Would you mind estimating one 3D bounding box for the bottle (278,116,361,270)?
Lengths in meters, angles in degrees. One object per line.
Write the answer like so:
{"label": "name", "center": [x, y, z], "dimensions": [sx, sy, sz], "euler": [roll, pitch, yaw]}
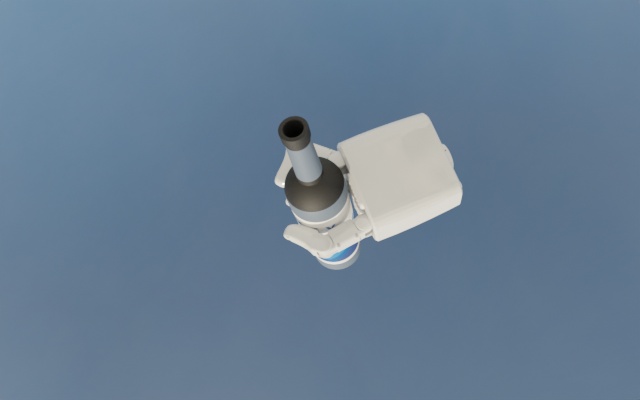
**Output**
{"label": "bottle", "center": [0.000, 0.002, 0.543], "dimensions": [0.069, 0.069, 0.296], "euler": [0, -26, 10]}
